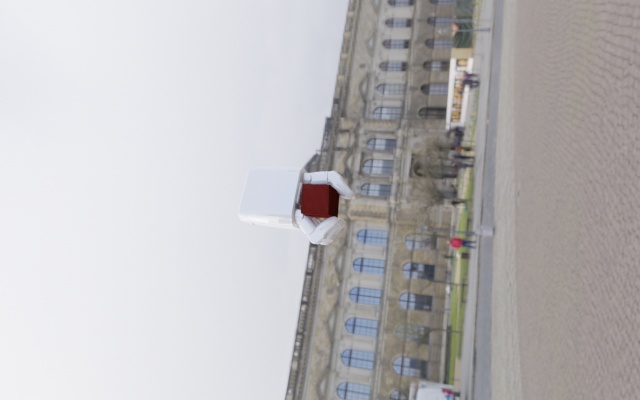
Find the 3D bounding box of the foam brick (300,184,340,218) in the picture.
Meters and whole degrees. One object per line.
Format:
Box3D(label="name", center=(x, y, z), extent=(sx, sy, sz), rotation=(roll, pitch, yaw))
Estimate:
Box3D(label="foam brick", center=(0.000, 0.003, 0.844), extent=(0.051, 0.053, 0.078), rotation=(3, -7, 14))
